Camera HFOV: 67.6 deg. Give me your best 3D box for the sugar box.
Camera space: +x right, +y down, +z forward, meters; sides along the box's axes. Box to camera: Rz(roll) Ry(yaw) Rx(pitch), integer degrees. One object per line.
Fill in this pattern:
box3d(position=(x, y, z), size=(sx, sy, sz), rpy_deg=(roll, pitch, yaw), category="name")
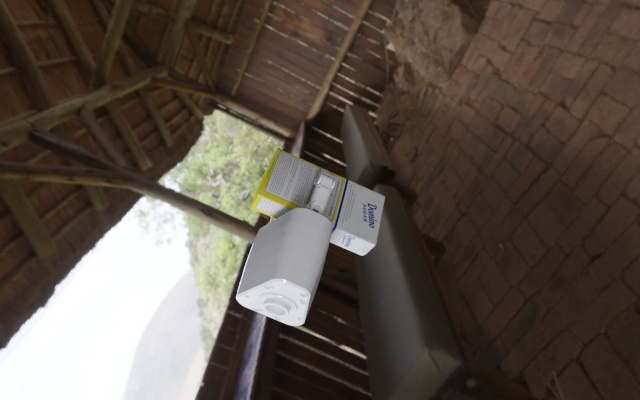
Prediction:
box3d(position=(0.000, 0.003, 0.676), size=(0.176, 0.093, 0.048), rpy_deg=(26, -39, -11), category="sugar box")
